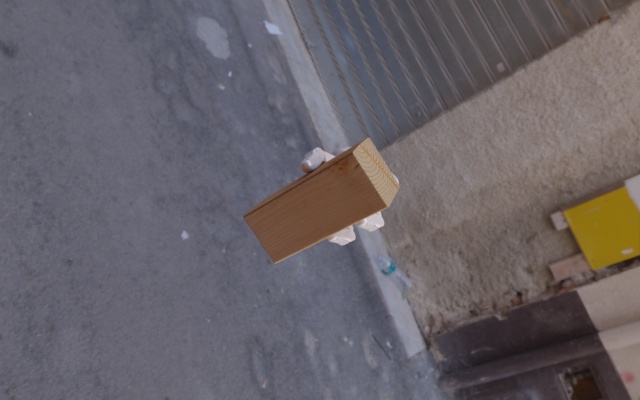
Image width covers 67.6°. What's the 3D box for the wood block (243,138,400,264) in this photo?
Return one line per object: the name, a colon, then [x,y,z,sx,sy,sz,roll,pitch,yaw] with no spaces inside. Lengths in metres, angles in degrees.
wood block: [0.000,0.002,0.711,0.206,0.091,0.090,-29,8,28]
